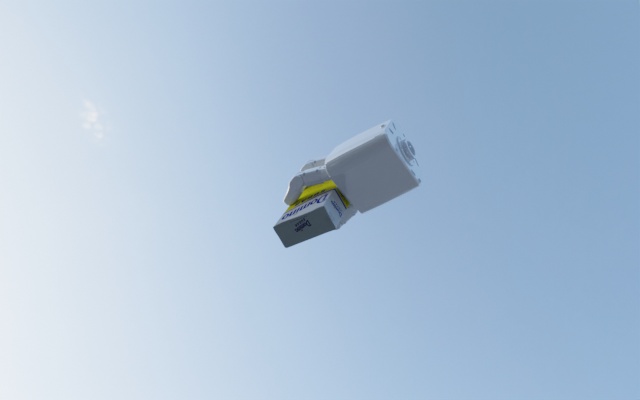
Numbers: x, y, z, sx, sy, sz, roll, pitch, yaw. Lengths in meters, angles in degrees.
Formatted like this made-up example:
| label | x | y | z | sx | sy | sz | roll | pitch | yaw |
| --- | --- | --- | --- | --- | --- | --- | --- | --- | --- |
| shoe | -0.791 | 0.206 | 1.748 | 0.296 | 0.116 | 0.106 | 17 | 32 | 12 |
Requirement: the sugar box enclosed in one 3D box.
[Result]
| label | x | y | z | sx | sy | sz | roll | pitch | yaw |
| --- | --- | --- | --- | --- | --- | --- | --- | --- | --- |
| sugar box | 0.000 | 0.002 | 0.757 | 0.093 | 0.048 | 0.176 | -23 | 14 | 26 |
